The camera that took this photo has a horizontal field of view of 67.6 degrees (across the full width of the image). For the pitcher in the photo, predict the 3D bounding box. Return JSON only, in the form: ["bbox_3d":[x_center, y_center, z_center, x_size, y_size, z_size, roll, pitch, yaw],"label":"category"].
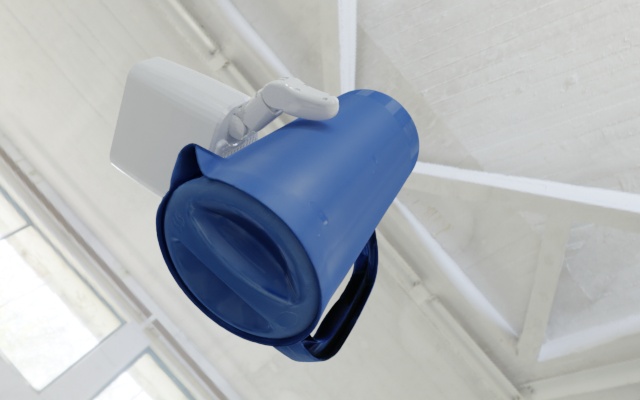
[{"bbox_3d":[0.000,0.001,0.402,0.145,0.149,0.242,27,39,16],"label":"pitcher"}]
